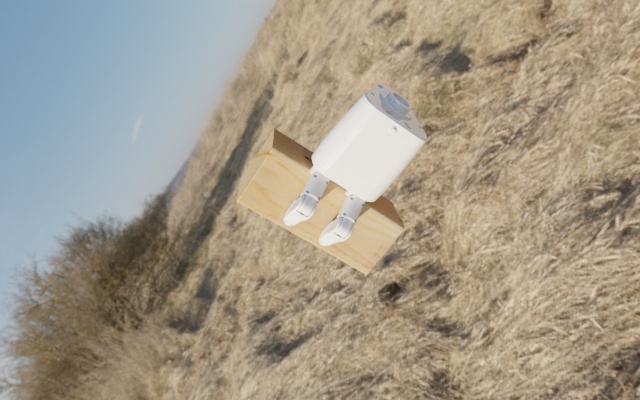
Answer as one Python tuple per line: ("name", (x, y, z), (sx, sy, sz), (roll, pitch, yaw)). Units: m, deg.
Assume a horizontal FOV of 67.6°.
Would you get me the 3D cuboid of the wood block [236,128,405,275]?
("wood block", (0.000, 0.002, 0.654), (0.206, 0.090, 0.090), (31, 17, -16))
